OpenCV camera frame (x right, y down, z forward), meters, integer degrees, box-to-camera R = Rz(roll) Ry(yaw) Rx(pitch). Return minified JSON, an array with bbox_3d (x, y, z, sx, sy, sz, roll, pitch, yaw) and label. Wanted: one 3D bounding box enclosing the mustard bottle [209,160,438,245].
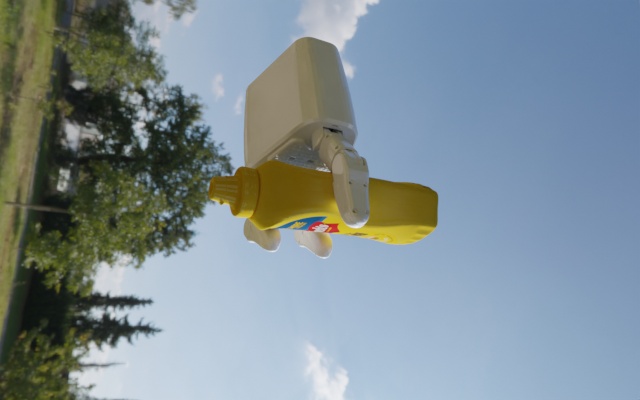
[{"bbox_3d":[0.000,0.002,0.414,0.191,0.058,0.096,8,-9,-26],"label":"mustard bottle"}]
